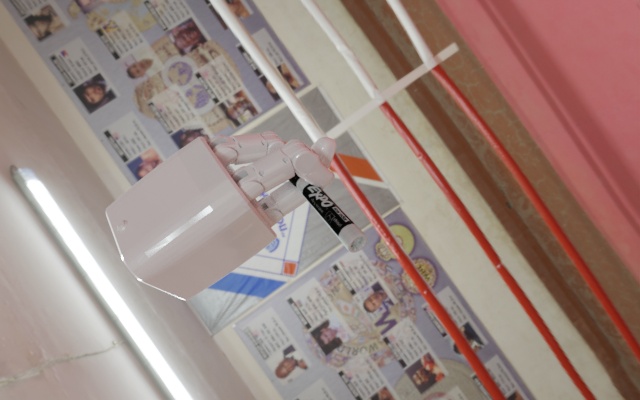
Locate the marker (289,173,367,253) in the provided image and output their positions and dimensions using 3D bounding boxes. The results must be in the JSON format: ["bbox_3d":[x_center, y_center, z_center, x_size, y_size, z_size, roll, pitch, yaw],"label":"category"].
[{"bbox_3d":[0.000,0.001,0.422,0.020,0.020,0.121,0,34,-37],"label":"marker"}]
